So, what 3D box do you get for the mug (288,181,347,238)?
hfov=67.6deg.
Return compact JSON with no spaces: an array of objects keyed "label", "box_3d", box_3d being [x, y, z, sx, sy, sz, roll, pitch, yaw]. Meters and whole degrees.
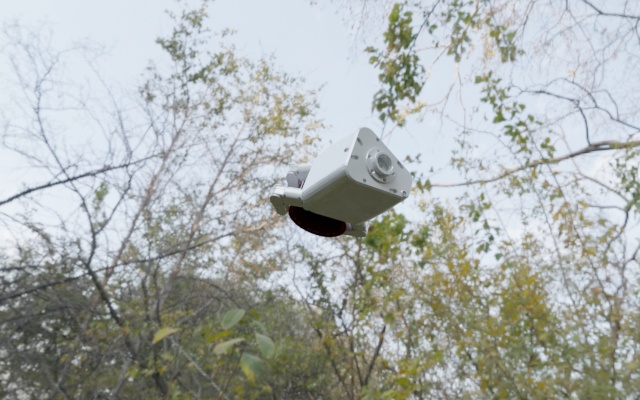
[{"label":"mug","box_3d":[-0.001,0.003,0.754,0.093,0.081,0.117,33,-34,-19]}]
